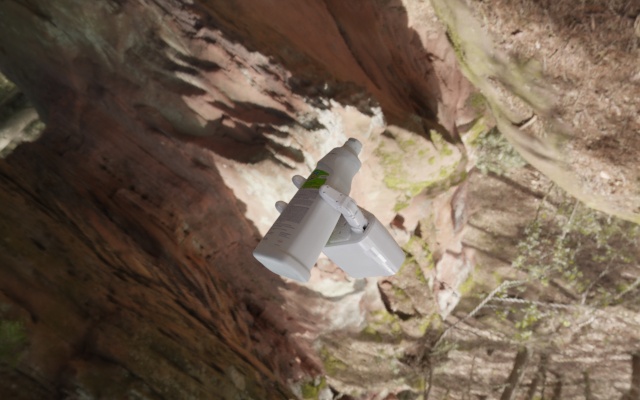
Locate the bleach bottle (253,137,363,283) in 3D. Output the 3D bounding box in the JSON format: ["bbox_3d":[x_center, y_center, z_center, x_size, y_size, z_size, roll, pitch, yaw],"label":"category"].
[{"bbox_3d":[0.000,0.002,0.751,0.102,0.250,0.068,8,-32,50],"label":"bleach bottle"}]
